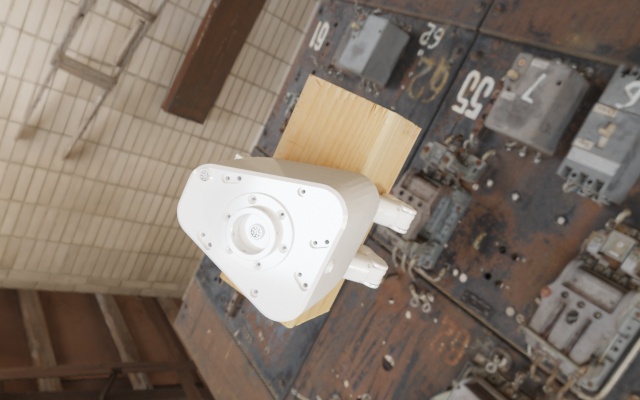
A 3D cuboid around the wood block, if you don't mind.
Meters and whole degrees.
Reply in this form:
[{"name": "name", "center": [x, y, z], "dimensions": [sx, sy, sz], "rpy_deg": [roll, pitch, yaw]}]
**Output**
[{"name": "wood block", "center": [0.000, 0.001, 0.453], "dimensions": [0.091, 0.206, 0.090], "rpy_deg": [31, 12, 23]}]
